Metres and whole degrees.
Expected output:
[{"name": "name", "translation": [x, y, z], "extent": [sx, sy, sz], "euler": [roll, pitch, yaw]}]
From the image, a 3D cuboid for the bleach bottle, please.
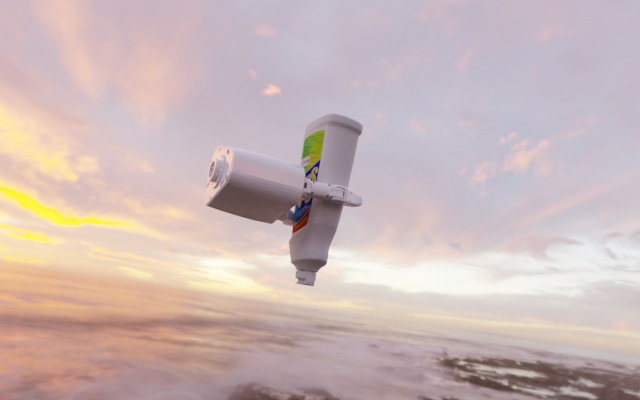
[{"name": "bleach bottle", "translation": [0.000, 0.002, 0.723], "extent": [0.068, 0.250, 0.102], "euler": [16, -14, -28]}]
